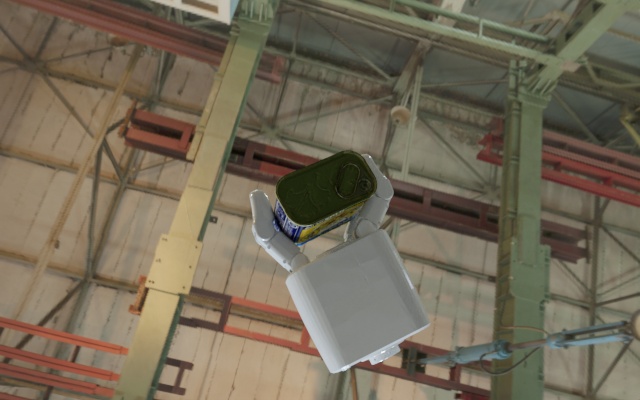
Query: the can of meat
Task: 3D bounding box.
[{"bbox_3d":[0.000,0.002,0.509,0.102,0.057,0.084,-25,-16,-19],"label":"can of meat"}]
